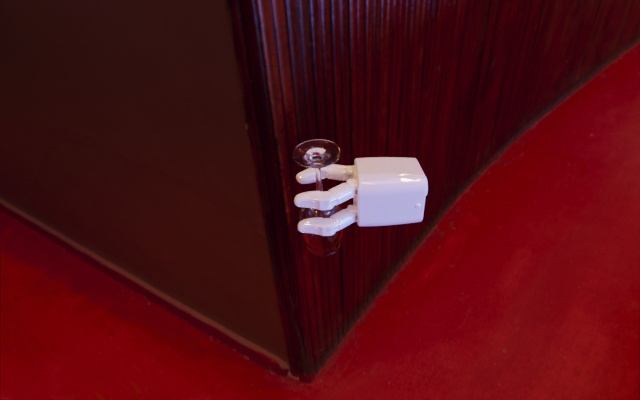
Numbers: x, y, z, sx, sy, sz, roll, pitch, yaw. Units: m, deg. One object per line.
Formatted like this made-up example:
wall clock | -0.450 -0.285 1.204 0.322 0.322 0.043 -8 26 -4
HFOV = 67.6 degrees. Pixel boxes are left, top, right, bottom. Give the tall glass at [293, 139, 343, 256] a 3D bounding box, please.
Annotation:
tall glass | 0.000 0.002 0.793 0.079 0.201 0.079 -2 41 2
